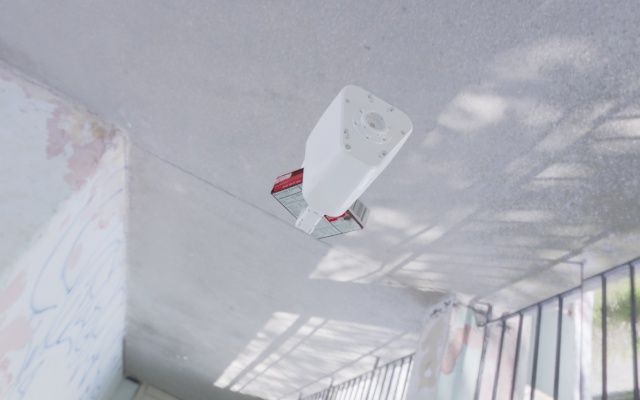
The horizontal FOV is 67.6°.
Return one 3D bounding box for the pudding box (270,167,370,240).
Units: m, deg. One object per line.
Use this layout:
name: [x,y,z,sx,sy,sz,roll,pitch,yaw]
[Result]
pudding box: [0.000,0.002,0.666,0.090,0.039,0.113,-16,-52,40]
